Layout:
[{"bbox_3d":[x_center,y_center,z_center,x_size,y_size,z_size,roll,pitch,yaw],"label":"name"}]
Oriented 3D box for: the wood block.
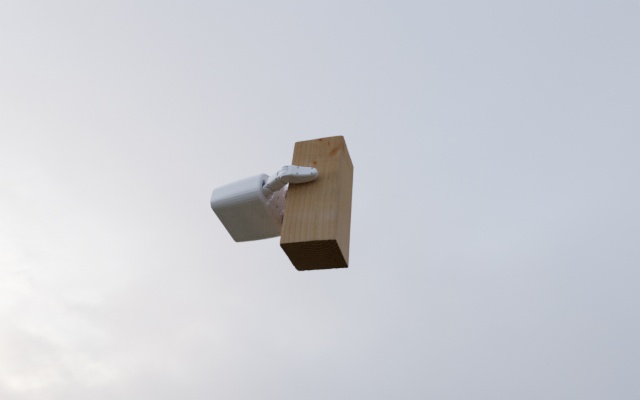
[{"bbox_3d":[0.000,0.002,0.789,0.090,0.206,0.091,-6,-37,16],"label":"wood block"}]
